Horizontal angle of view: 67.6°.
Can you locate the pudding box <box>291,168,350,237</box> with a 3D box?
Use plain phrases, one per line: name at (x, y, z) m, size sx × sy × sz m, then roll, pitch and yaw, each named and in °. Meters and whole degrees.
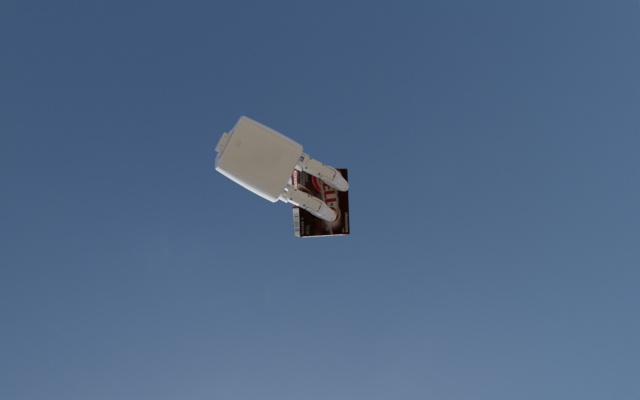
pudding box at (0.000, 0.003, 0.788) m, size 0.090 × 0.113 × 0.039 m, roll -2°, pitch 0°, yaw -22°
